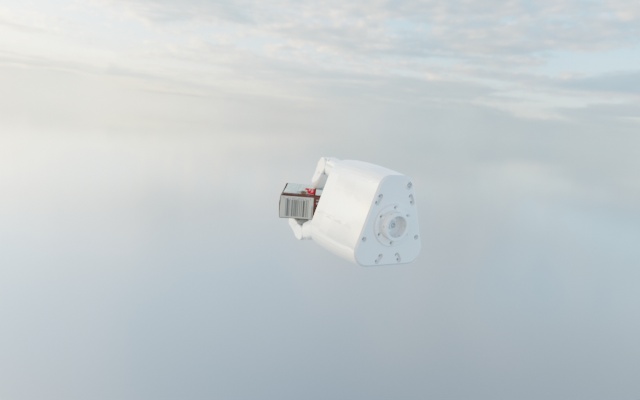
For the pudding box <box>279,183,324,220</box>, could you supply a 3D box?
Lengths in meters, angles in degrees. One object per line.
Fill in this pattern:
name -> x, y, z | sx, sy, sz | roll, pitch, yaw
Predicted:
pudding box -> 0.000, 0.002, 0.690 | 0.113, 0.039, 0.090 | 6, 11, 0
